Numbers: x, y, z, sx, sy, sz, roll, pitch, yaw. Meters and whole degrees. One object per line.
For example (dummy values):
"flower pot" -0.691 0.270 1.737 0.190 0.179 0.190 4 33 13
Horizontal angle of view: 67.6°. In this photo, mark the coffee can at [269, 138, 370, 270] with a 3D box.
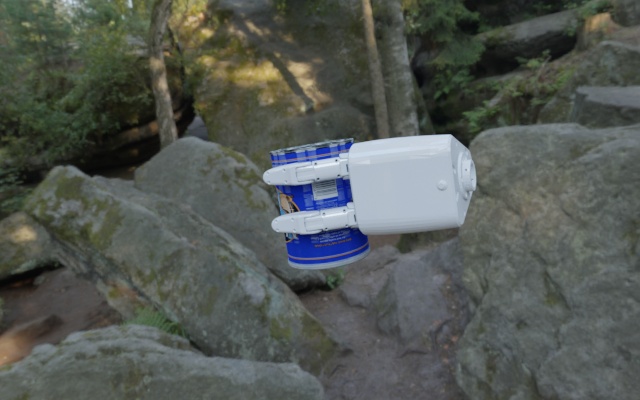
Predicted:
"coffee can" 0.000 0.002 0.582 0.103 0.140 0.103 -9 9 1
